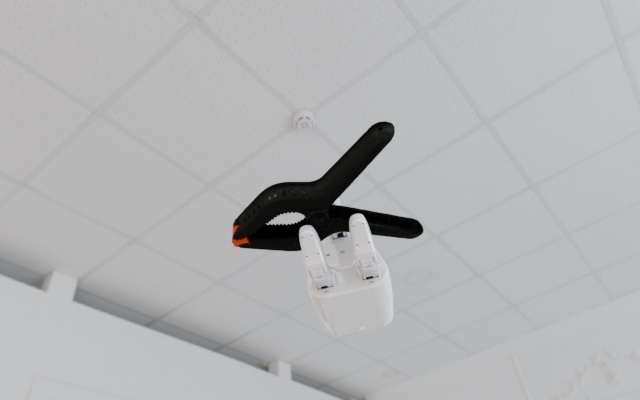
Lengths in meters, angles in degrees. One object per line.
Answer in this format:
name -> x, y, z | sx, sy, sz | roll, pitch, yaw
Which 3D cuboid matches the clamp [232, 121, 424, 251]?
clamp -> 0.000, 0.001, 0.508 | 0.210, 0.165, 0.036 | -12, 43, 5
